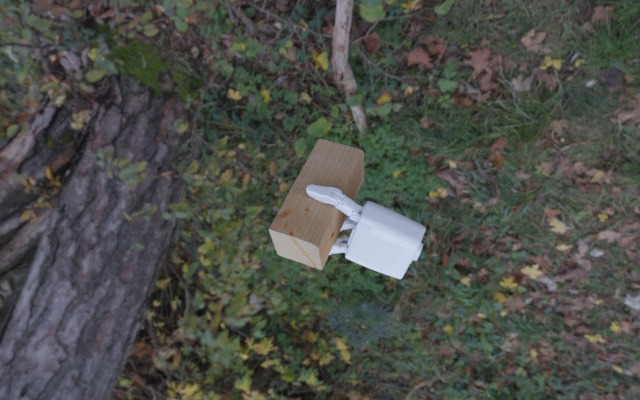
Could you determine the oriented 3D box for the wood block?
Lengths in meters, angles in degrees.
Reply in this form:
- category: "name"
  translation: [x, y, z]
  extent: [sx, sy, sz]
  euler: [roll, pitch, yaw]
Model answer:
- category: "wood block"
  translation: [0.000, 0.003, 0.844]
  extent: [0.090, 0.206, 0.091]
  euler: [17, -31, 17]
